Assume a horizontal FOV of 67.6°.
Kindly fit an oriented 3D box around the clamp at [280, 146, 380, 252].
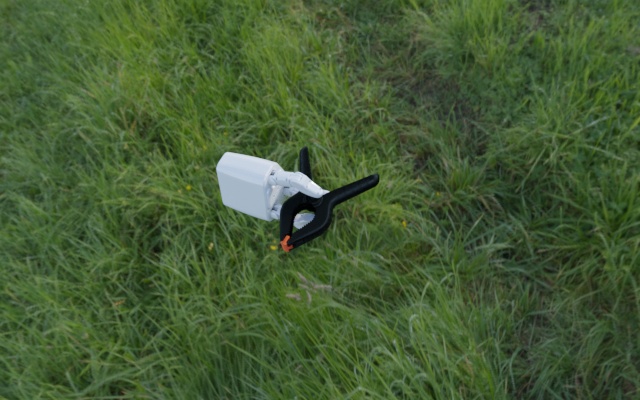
[{"bbox_3d":[0.000,0.003,0.846,0.164,0.210,0.036,17,-29,19],"label":"clamp"}]
